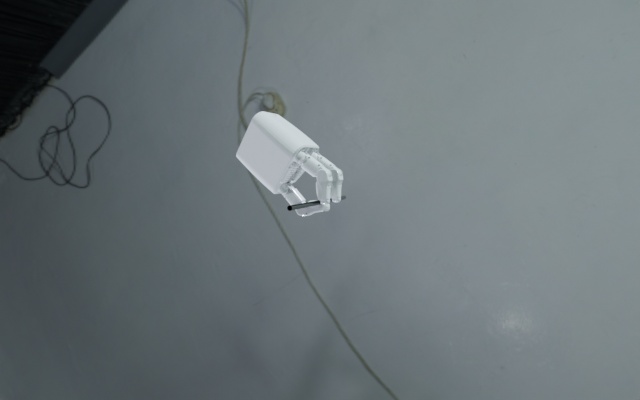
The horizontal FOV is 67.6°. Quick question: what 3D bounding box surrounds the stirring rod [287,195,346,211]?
[{"bbox_3d":[0.000,0.003,0.810,0.011,0.011,0.239,0,4,22],"label":"stirring rod"}]
